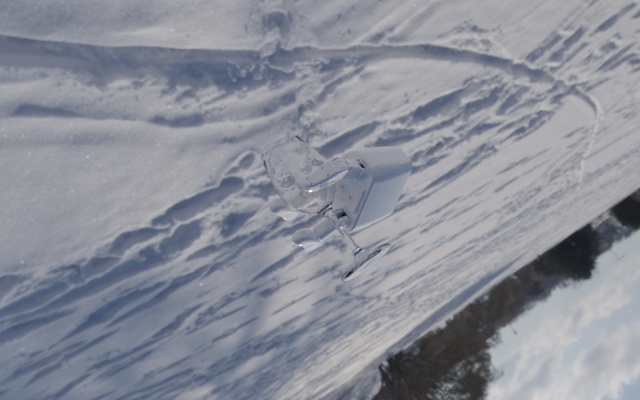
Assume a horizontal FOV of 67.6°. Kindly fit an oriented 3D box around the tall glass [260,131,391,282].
[{"bbox_3d":[0.000,0.003,0.618,0.079,0.201,0.079,-32,-20,-13],"label":"tall glass"}]
